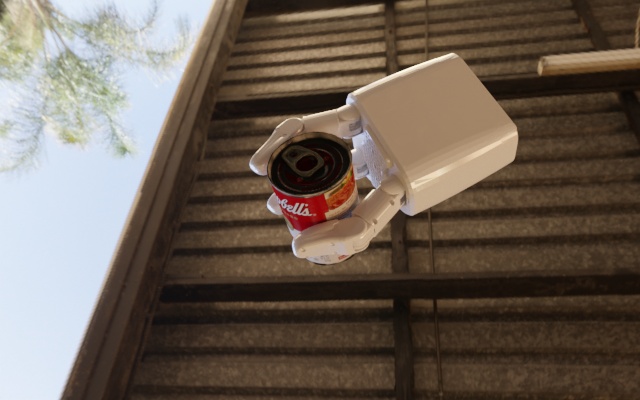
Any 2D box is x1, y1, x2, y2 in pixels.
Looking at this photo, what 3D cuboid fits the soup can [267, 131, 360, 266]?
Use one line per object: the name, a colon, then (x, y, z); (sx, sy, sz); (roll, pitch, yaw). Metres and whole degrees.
soup can: (0.000, 0.002, 0.408); (0.068, 0.068, 0.102); (0, -38, 13)
